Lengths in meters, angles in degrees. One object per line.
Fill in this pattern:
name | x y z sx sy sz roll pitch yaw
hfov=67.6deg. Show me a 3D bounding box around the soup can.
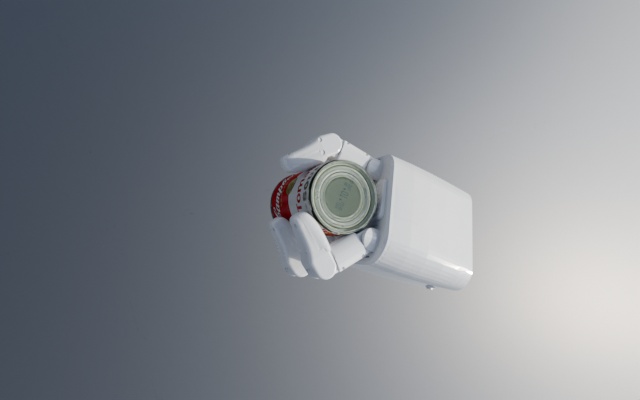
soup can | 0.000 0.001 0.456 0.068 0.068 0.102 0 -5 -25
